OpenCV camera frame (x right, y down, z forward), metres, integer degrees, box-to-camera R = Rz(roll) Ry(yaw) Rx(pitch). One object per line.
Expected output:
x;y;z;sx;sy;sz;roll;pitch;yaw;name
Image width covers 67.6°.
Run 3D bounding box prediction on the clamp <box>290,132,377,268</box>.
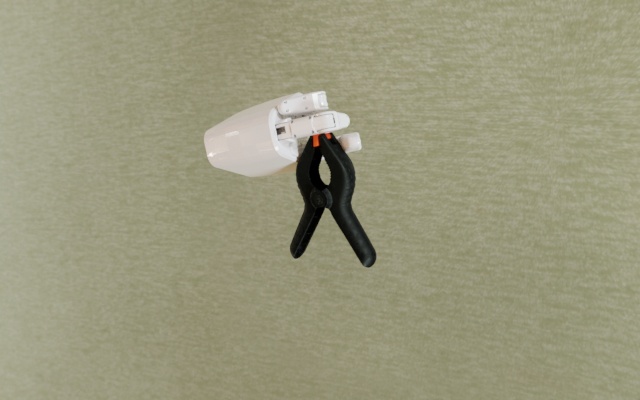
0.000;0.002;0.587;0.120;0.171;0.039;-9;5;28;clamp
